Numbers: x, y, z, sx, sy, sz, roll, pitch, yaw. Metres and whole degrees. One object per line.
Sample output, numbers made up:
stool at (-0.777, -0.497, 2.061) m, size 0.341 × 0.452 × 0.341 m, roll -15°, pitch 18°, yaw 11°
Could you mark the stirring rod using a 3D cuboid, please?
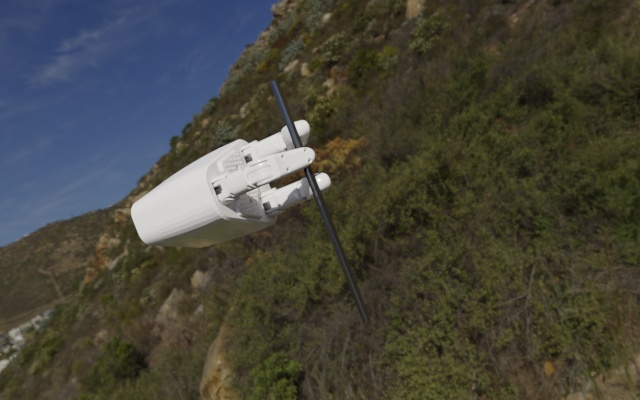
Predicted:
stirring rod at (0.000, 0.002, 0.448) m, size 0.011 × 0.239 × 0.011 m, roll -21°, pitch 1°, yaw 0°
